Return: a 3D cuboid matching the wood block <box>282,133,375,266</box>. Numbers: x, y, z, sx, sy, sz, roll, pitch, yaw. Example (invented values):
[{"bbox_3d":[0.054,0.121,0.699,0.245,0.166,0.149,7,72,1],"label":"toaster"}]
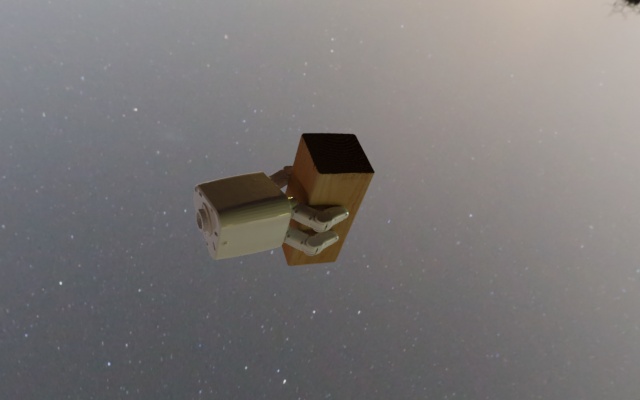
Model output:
[{"bbox_3d":[0.000,0.002,0.752,0.090,0.090,0.206,-3,-43,-22],"label":"wood block"}]
